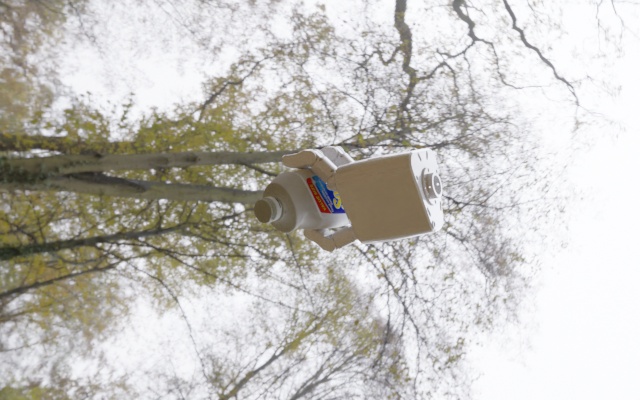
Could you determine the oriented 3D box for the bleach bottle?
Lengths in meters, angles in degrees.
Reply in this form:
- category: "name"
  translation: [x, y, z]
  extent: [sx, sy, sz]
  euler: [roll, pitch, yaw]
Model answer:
- category: "bleach bottle"
  translation: [0.000, 0.002, 0.676]
  extent: [0.068, 0.102, 0.251]
  euler: [-14, 1, 34]
